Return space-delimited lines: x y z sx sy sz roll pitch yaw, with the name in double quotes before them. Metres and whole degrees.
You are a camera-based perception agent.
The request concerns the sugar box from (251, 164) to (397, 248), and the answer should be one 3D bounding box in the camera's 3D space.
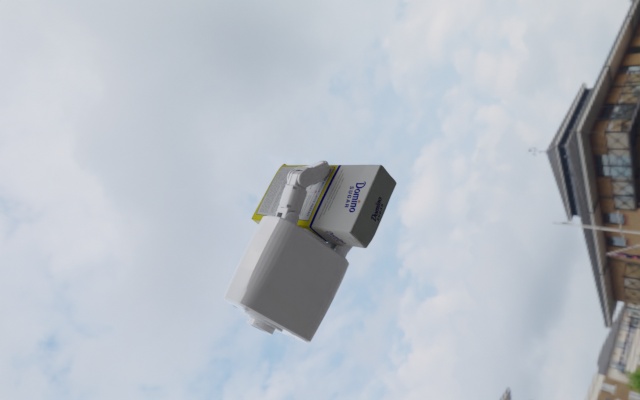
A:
"sugar box" 0.000 0.002 0.596 0.176 0.093 0.048 7 -27 43
